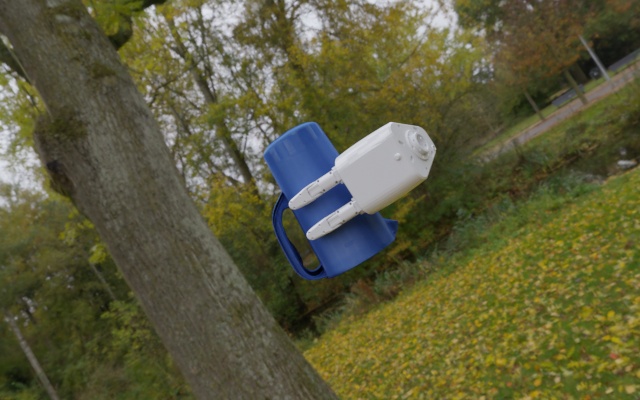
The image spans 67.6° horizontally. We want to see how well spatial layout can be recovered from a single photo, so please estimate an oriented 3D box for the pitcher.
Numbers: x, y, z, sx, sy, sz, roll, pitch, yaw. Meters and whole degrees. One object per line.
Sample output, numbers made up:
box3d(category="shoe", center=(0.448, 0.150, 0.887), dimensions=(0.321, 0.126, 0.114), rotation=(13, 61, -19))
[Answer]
box3d(category="pitcher", center=(0.000, 0.002, 0.791), dimensions=(0.145, 0.243, 0.149), rotation=(-34, -3, 39))
